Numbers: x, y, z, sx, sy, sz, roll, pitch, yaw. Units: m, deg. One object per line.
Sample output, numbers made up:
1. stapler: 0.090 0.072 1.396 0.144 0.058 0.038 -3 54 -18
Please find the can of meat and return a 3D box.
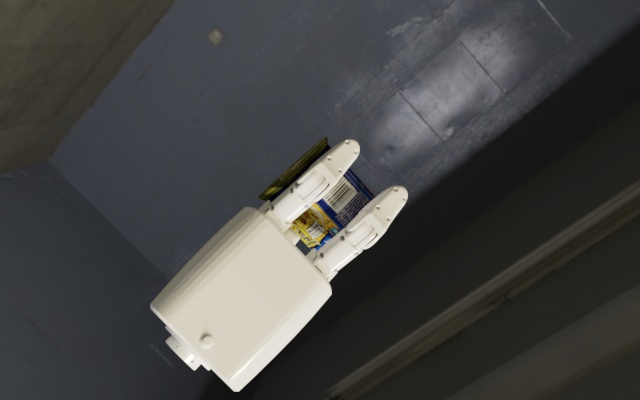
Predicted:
1. can of meat: 0.000 0.002 0.432 0.057 0.084 0.102 -45 7 -25
